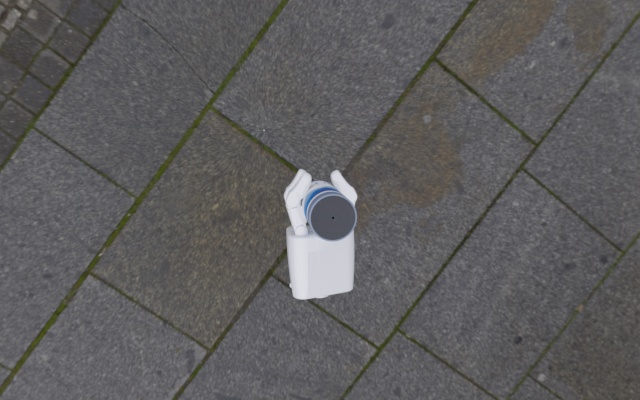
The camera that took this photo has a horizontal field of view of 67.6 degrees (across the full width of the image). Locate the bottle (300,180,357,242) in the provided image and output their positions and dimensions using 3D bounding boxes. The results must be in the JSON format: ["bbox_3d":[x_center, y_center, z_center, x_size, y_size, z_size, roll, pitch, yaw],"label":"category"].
[{"bbox_3d":[0.000,0.003,0.792,0.069,0.069,0.295,0,8,-7],"label":"bottle"}]
